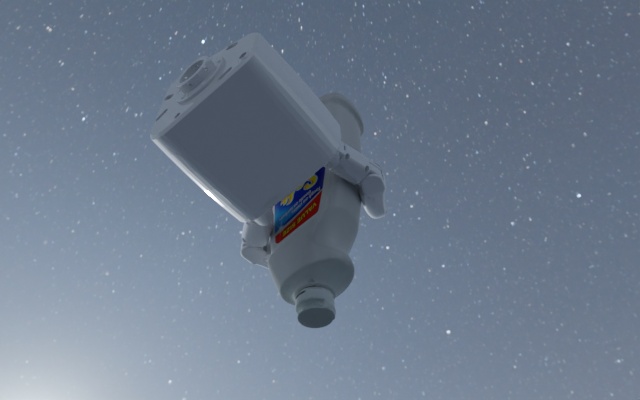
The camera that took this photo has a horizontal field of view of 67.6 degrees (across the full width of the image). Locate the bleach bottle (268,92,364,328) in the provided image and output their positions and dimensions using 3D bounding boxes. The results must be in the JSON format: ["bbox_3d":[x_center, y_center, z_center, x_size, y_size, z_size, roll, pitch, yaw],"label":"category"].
[{"bbox_3d":[0.000,0.002,0.453,0.102,0.250,0.068,-28,-52,22],"label":"bleach bottle"}]
